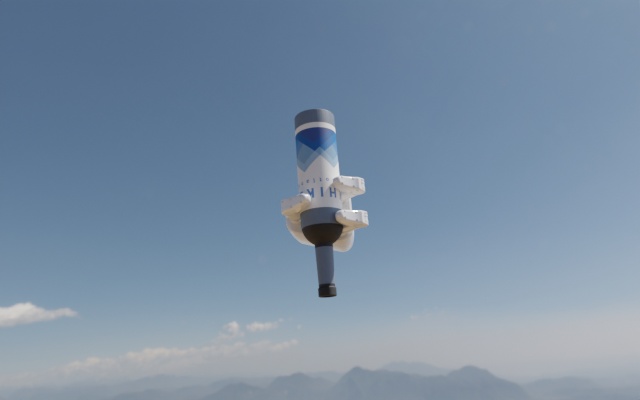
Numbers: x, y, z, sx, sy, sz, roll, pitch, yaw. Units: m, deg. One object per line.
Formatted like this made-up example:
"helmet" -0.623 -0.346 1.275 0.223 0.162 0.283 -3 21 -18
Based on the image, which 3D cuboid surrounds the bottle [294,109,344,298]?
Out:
"bottle" 0.000 0.002 0.750 0.069 0.295 0.069 -4 -18 -1
